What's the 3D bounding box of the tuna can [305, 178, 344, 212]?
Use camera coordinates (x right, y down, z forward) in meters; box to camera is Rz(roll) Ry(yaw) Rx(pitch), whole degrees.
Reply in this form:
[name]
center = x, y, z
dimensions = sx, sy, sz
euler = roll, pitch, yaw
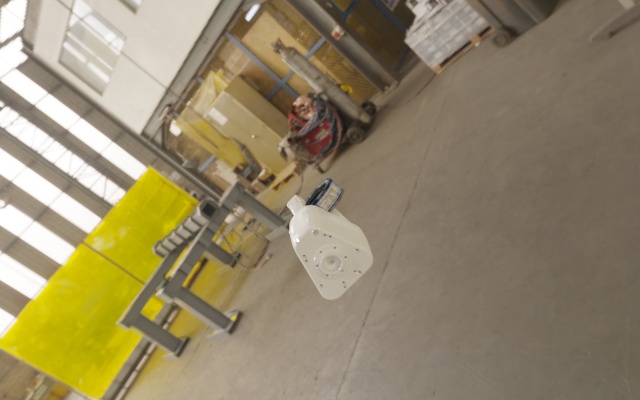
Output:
[tuna can]
center = 0.000, 0.002, 0.822
dimensions = 0.034, 0.086, 0.086
euler = 40, -9, -10
